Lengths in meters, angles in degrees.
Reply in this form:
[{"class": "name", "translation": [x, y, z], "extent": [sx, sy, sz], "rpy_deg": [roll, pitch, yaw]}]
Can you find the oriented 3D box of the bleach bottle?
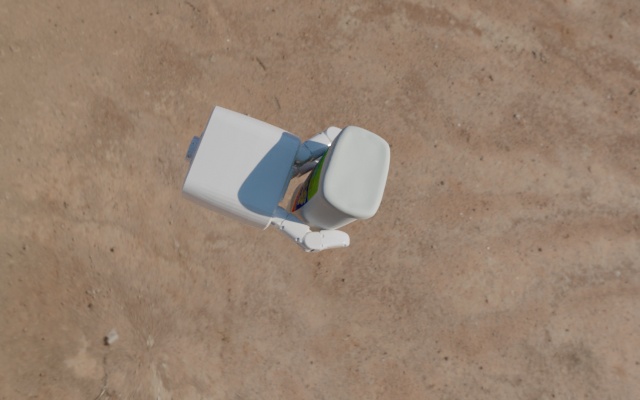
[{"class": "bleach bottle", "translation": [0.000, 0.002, 0.604], "extent": [0.068, 0.102, 0.251], "rpy_deg": [22, -23, -12]}]
